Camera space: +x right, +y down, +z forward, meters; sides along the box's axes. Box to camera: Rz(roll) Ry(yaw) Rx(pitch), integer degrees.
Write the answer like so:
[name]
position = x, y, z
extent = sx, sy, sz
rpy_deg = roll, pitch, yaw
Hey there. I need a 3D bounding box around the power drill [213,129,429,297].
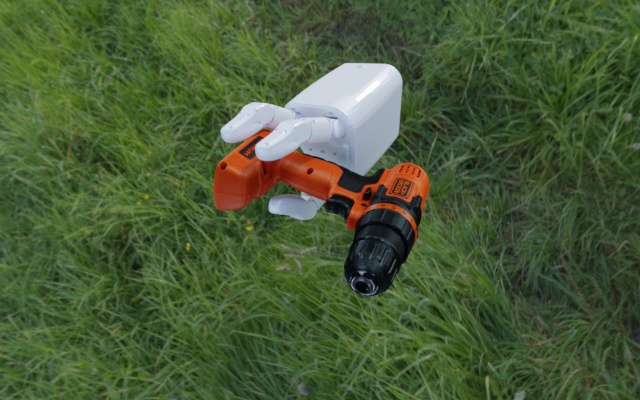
[power drill]
position = 0.000, 0.001, 0.444
extent = 0.187, 0.057, 0.184
rpy_deg = 19, 32, 12
